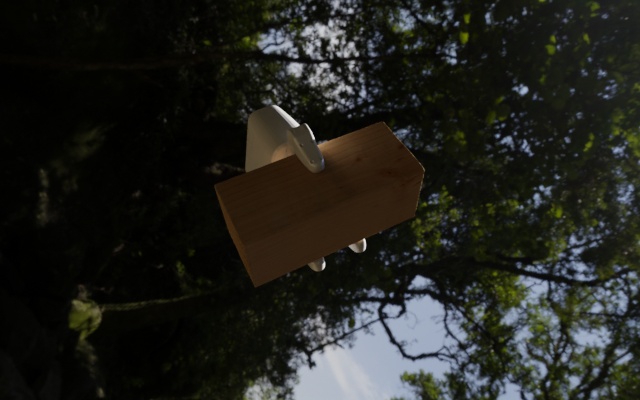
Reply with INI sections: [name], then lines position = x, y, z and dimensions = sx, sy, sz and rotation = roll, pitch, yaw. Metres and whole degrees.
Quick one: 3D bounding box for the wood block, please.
[wood block]
position = 0.000, 0.001, 0.536
dimensions = 0.206, 0.090, 0.091
rotation = -23, -35, -14
